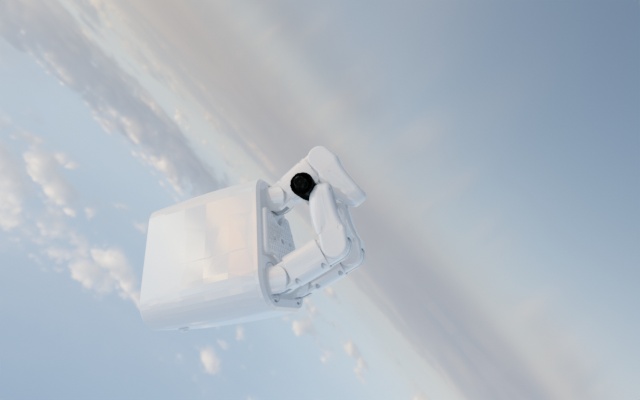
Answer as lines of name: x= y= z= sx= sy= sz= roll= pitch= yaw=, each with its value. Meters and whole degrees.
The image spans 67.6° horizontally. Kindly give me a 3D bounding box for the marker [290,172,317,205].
marker: x=0.000 y=0.001 z=0.411 sx=0.020 sy=0.020 sz=0.121 roll=0 pitch=-15 yaw=16
